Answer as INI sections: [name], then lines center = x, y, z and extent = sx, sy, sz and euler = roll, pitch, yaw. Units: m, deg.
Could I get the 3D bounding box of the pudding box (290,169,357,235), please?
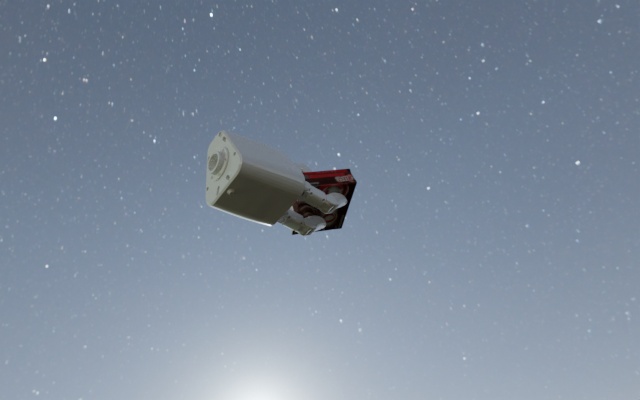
[pudding box]
center = 0.000, 0.002, 0.763
extent = 0.090, 0.039, 0.114
euler = -6, -40, -19
